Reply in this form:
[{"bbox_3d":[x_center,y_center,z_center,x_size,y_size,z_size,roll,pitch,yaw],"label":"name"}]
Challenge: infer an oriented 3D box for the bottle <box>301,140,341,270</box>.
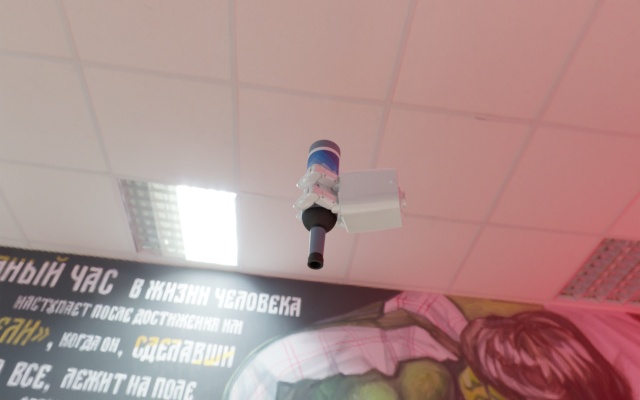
[{"bbox_3d":[0.000,0.003,0.893,0.069,0.295,0.069,2,-45,2],"label":"bottle"}]
